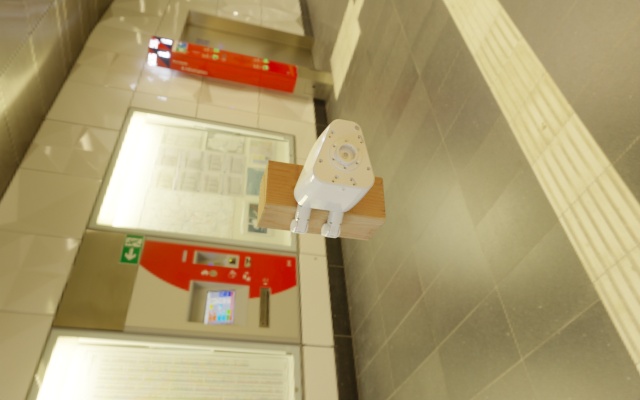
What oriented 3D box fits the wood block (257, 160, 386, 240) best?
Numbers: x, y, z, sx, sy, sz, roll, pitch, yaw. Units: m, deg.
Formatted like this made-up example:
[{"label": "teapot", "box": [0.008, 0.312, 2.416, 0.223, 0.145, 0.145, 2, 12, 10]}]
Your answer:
[{"label": "wood block", "box": [0.000, 0.002, 0.839, 0.206, 0.090, 0.090, 8, -30, -14]}]
